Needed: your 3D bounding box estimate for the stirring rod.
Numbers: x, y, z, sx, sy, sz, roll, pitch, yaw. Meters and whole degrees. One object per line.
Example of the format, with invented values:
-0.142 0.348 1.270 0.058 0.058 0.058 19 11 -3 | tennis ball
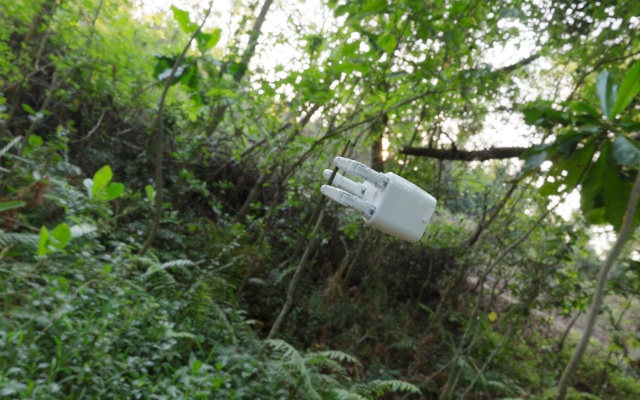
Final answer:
0.000 0.003 0.842 0.011 0.239 0.011 25 0 0 | stirring rod
